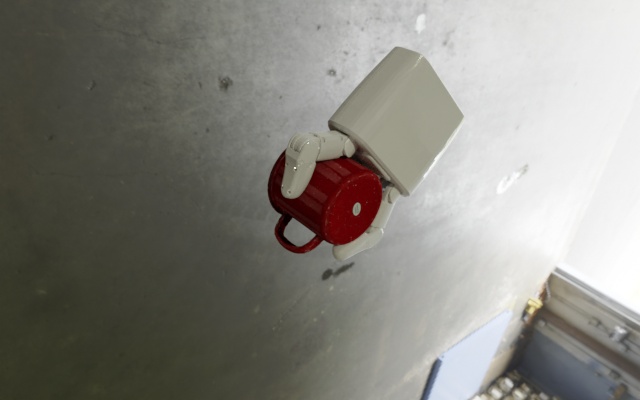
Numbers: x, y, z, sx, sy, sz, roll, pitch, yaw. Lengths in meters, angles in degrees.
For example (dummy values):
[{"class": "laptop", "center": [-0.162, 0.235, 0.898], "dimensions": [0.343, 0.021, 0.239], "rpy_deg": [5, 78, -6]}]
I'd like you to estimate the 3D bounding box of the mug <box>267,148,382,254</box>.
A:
[{"class": "mug", "center": [-0.001, 0.003, 0.480], "dimensions": [0.081, 0.117, 0.093], "rpy_deg": [34, -7, 39]}]
